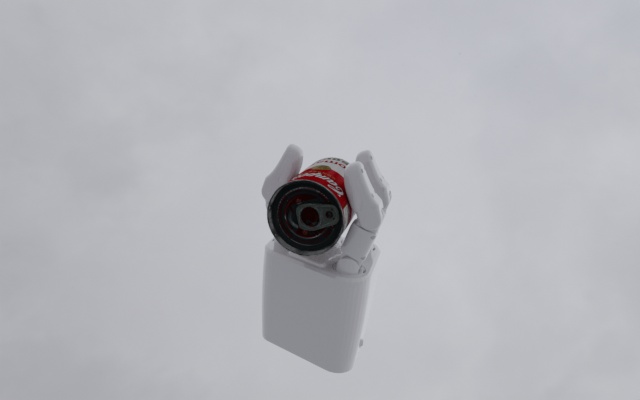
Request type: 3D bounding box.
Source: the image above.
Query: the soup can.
[{"bbox_3d":[0.000,0.001,0.447,0.068,0.068,0.102,0,16,16],"label":"soup can"}]
